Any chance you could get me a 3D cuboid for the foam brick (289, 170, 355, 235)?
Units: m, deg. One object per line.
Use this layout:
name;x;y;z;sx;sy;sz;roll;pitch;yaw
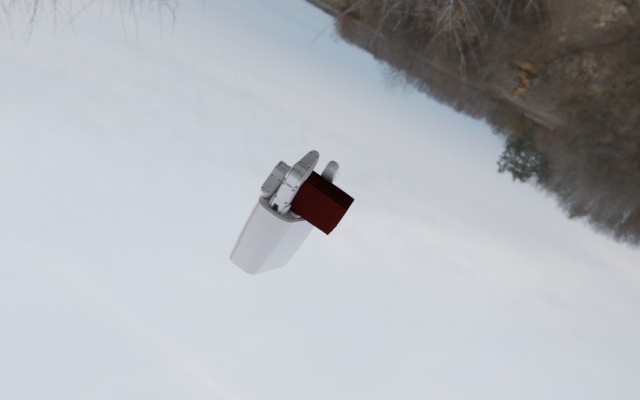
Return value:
foam brick;0.000;0.002;0.673;0.078;0.051;0.053;35;20;6
